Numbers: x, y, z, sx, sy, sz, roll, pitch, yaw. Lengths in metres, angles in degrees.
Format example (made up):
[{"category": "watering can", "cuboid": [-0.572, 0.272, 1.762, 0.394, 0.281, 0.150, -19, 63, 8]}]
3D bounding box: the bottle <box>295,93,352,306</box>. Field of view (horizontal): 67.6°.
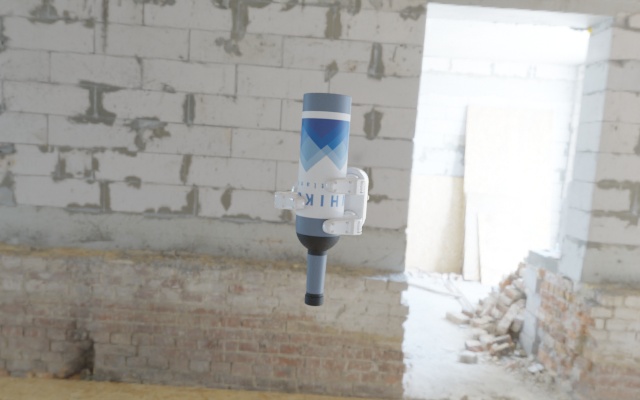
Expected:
[{"category": "bottle", "cuboid": [0.000, 0.002, 0.672, 0.069, 0.296, 0.069, 4, 6, 0]}]
